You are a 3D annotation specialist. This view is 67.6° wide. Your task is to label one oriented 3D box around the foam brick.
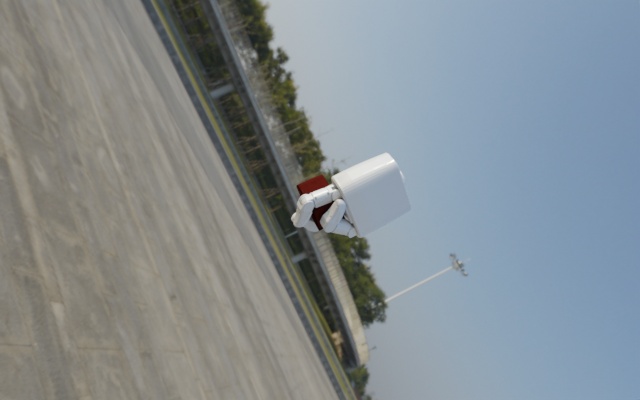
[{"bbox_3d":[0.000,0.003,0.831,0.051,0.053,0.078,-26,45,-5],"label":"foam brick"}]
